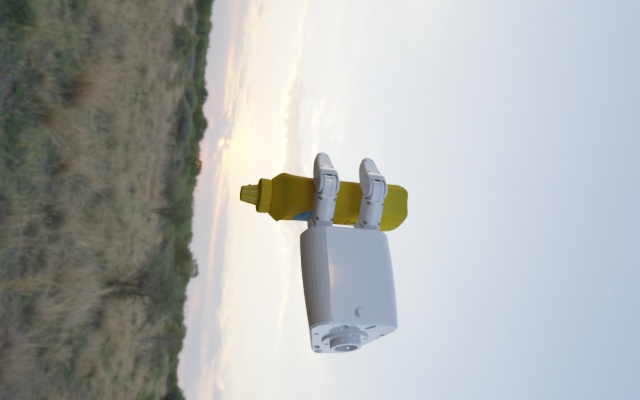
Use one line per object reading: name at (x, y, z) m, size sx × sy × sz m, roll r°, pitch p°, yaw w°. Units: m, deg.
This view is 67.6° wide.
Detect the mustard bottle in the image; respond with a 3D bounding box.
mustard bottle at (0.000, 0.002, 0.570) m, size 0.191 × 0.058 × 0.096 m, roll 6°, pitch -9°, yaw -16°
